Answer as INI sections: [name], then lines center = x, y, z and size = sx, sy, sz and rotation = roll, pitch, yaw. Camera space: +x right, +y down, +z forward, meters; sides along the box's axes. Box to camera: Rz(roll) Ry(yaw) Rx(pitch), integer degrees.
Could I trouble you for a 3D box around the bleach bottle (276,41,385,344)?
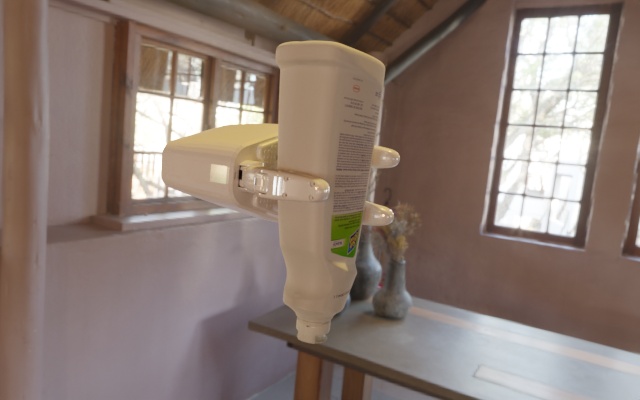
[bleach bottle]
center = 0.000, 0.001, 0.414
size = 0.068, 0.251, 0.102
rotation = 11, 8, 34
